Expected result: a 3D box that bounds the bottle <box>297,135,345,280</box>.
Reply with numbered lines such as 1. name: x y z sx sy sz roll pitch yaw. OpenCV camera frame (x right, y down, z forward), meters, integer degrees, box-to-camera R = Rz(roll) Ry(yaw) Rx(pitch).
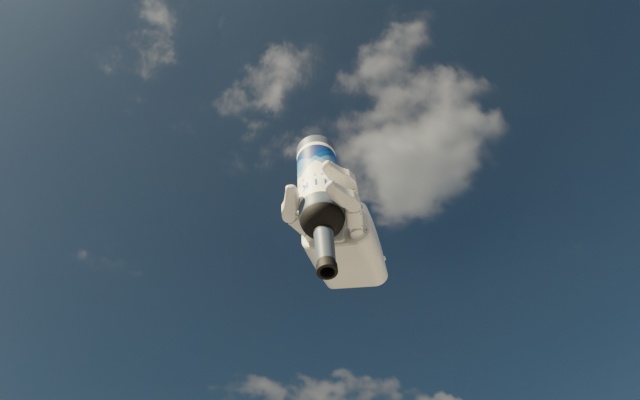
1. bottle: 0.000 0.002 0.710 0.069 0.069 0.295 0 37 -4
